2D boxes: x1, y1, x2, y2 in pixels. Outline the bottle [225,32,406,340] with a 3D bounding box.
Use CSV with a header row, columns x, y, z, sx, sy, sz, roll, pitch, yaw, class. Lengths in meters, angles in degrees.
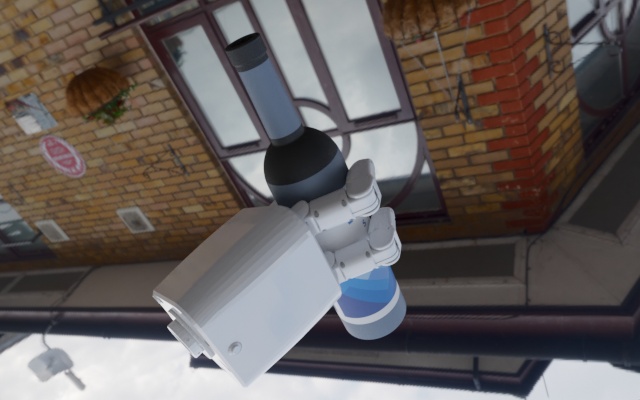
x,y,z,sx,sy,sz,roll,pitch,yaw,class
0.000,0.001,0.411,0.069,0.296,0.069,-19,32,12,bottle
